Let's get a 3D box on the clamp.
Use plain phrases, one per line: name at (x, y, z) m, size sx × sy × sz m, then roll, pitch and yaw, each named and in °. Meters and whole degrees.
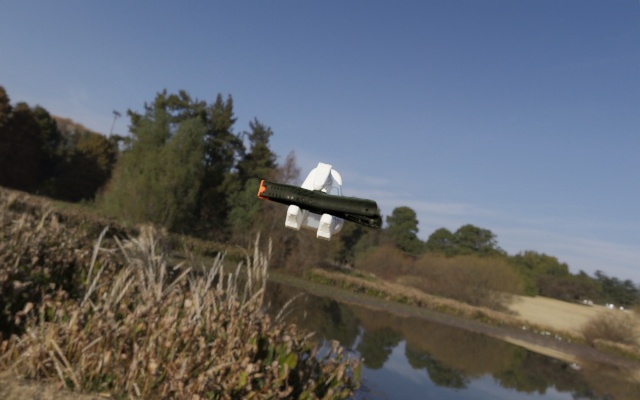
clamp at (0.000, 0.002, 0.760) m, size 0.210 × 0.036 × 0.164 m, roll 14°, pitch -8°, yaw 5°
